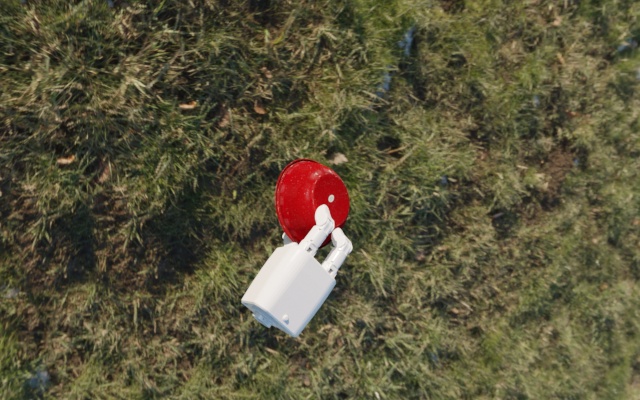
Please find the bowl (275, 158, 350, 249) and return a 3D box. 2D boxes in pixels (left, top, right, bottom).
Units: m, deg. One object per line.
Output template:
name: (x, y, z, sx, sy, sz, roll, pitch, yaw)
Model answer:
bowl: (0.001, 0.001, 0.820, 0.055, 0.162, 0.162, -11, -8, 44)
